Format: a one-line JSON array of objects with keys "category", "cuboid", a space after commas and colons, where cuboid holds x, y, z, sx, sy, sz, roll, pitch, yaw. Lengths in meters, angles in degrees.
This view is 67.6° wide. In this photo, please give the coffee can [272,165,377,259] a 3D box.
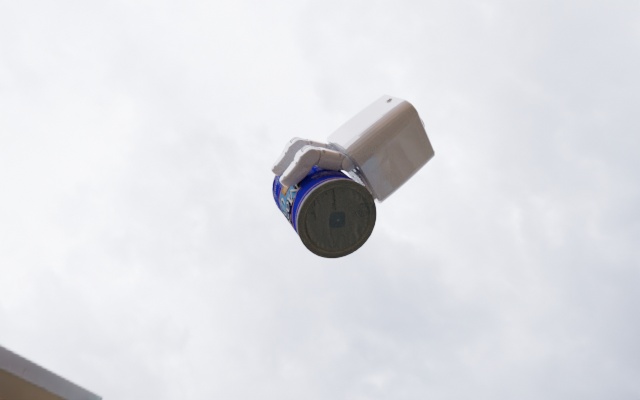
[{"category": "coffee can", "cuboid": [0.000, 0.002, 0.638, 0.103, 0.103, 0.140, 0, 19, -19]}]
